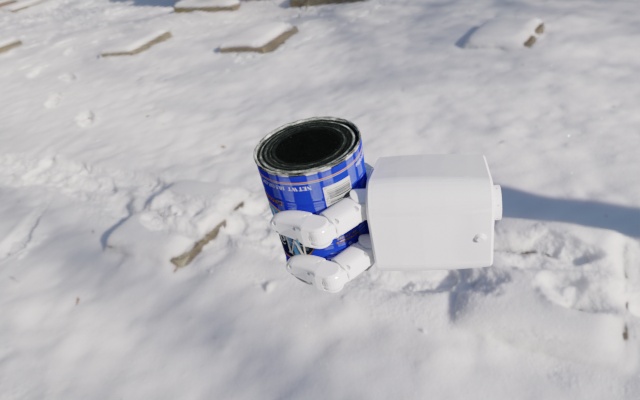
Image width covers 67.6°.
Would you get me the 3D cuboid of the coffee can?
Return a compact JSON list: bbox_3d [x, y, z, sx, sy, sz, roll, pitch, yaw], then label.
[{"bbox_3d":[0.000,0.002,0.483,0.103,0.140,0.102,-9,36,6],"label":"coffee can"}]
